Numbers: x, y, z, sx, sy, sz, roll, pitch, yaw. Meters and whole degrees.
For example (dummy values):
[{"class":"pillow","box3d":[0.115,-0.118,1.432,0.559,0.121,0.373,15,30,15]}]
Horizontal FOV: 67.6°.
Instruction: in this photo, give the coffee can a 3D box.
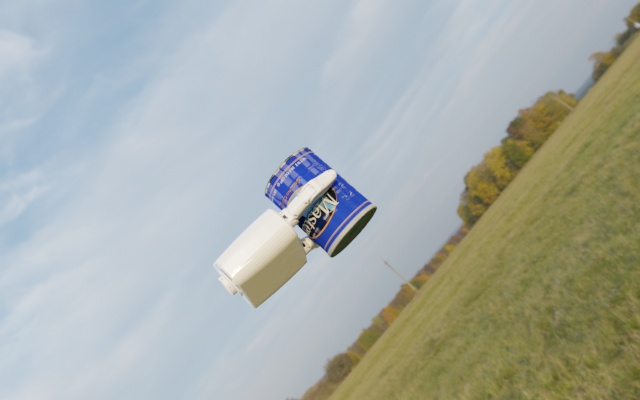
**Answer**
[{"class":"coffee can","box3d":[0.000,0.002,0.726,0.140,0.103,0.103,42,12,14]}]
